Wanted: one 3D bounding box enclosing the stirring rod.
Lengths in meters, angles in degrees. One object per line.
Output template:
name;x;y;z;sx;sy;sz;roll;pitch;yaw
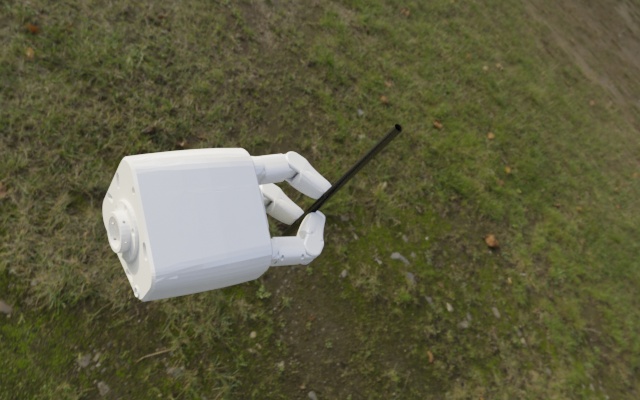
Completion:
stirring rod;0.000;0.002;0.473;0.011;0.011;0.240;0;-31;-38
